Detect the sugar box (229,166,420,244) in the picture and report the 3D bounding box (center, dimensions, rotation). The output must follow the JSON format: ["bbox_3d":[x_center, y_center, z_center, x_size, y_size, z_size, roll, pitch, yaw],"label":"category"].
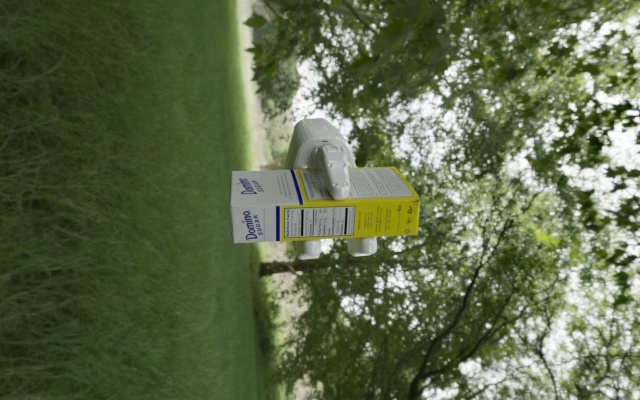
[{"bbox_3d":[0.000,0.002,0.475,0.176,0.048,0.093,-4,24,-7],"label":"sugar box"}]
